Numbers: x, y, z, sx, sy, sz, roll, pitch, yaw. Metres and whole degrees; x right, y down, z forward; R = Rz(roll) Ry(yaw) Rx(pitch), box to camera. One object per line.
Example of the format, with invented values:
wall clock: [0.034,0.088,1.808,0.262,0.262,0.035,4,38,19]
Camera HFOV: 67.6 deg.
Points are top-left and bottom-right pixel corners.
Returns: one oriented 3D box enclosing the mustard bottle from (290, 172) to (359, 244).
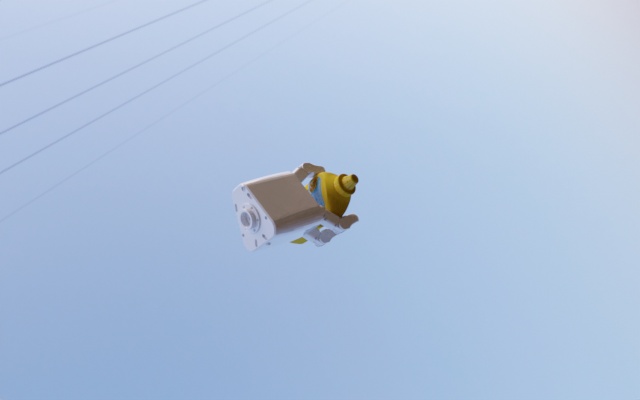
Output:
mustard bottle: [0.000,0.003,0.867,0.058,0.096,0.192,13,-33,-35]
